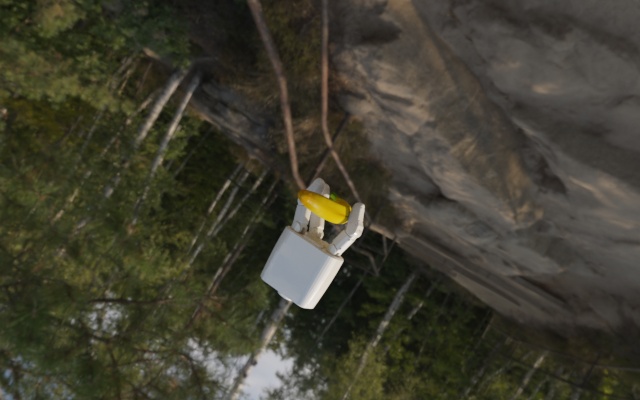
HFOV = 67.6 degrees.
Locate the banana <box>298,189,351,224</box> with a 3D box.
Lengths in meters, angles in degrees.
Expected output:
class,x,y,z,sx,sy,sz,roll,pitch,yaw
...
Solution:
class,x,y,z,sx,sy,sz,roll,pitch,yaw
banana,0.016,0.013,0.817,0.069,0.037,0.198,34,7,14
